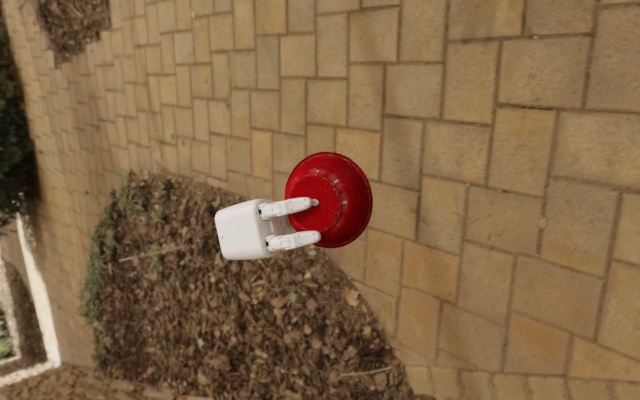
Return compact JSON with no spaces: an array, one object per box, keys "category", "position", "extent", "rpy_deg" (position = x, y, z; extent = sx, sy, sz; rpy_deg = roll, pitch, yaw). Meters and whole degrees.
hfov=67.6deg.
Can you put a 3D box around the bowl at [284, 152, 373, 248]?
[{"category":"bowl","position":[0.001,0.002,0.769],"extent":[0.162,0.162,0.055],"rpy_deg":[0,6,25]}]
